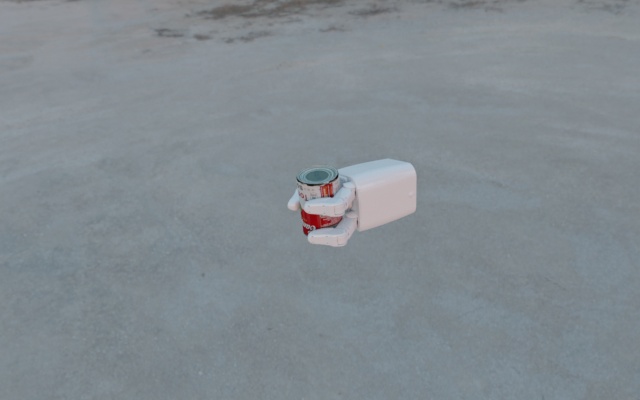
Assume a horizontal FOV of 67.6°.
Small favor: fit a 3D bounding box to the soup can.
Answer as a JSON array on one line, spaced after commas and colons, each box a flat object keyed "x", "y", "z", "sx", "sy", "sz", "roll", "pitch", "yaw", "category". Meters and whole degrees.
[{"x": 0.000, "y": 0.002, "z": 0.758, "sx": 0.068, "sy": 0.102, "sz": 0.068, "roll": -5, "pitch": 30, "yaw": 3, "category": "soup can"}]
